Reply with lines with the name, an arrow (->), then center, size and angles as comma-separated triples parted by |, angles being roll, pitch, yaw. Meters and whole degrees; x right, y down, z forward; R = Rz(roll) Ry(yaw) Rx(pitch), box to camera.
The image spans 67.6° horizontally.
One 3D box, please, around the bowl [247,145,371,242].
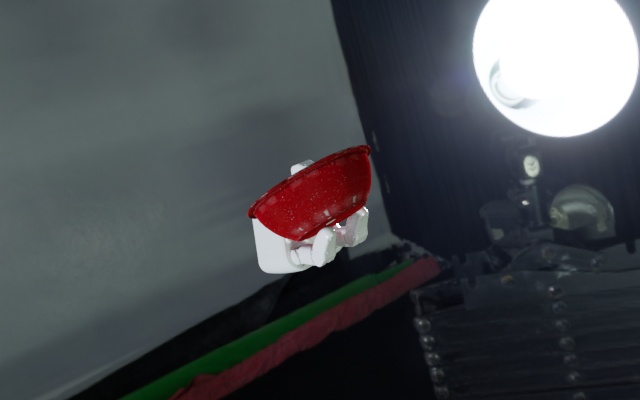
bowl -> 0.001, 0.002, 0.548 | 0.162, 0.055, 0.162 | -29, -9, -5
